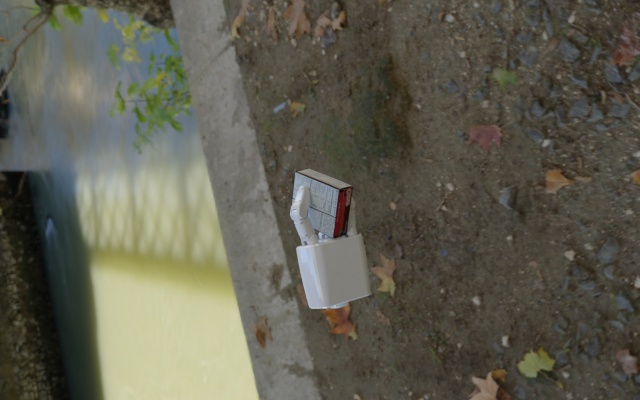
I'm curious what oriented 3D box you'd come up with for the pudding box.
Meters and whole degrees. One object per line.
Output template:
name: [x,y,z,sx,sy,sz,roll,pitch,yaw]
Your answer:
pudding box: [0.000,0.003,0.817,0.113,0.090,0.039,24,25,38]
